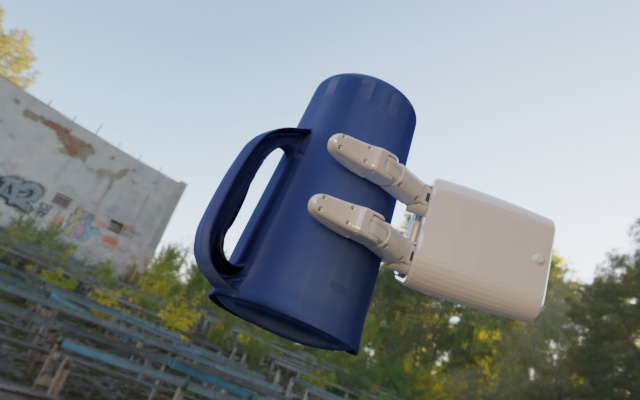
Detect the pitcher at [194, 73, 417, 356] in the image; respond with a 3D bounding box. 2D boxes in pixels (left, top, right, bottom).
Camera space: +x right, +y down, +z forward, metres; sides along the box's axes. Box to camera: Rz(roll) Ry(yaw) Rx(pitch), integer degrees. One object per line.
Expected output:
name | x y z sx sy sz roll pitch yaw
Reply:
pitcher | 0.000 0.002 0.433 0.145 0.242 0.149 18 -22 7
